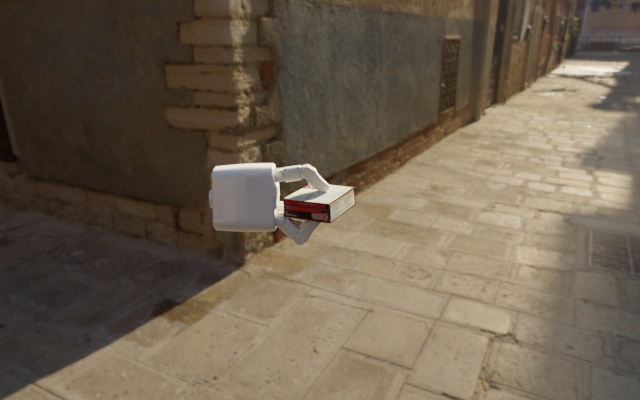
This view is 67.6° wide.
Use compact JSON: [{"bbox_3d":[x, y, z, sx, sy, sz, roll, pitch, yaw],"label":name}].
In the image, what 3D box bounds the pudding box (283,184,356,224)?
[{"bbox_3d":[0.000,0.003,0.836,0.090,0.039,0.113,8,22,26],"label":"pudding box"}]
